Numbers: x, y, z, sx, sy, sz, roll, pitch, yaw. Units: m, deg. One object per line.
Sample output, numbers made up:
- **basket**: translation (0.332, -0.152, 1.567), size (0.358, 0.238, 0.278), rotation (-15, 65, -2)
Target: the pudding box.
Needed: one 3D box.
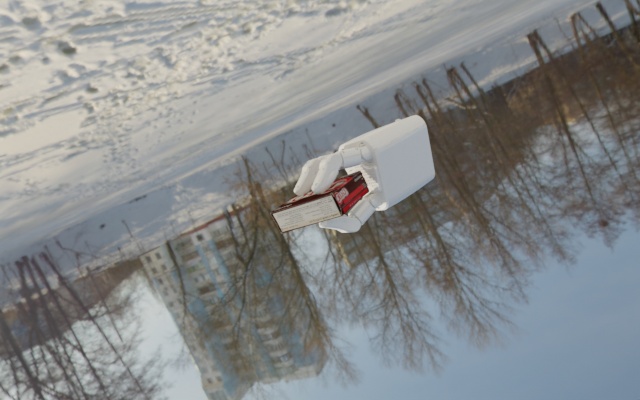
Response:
- **pudding box**: translation (0.000, 0.002, 0.668), size (0.113, 0.039, 0.090), rotation (-20, 10, 36)
